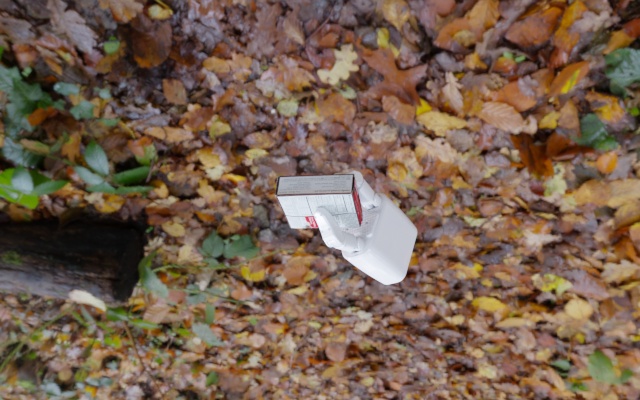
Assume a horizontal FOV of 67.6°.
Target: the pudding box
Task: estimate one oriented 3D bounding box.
[{"bbox_3d":[0.000,0.002,0.688,0.113,0.039,0.090,-3,-36,11],"label":"pudding box"}]
